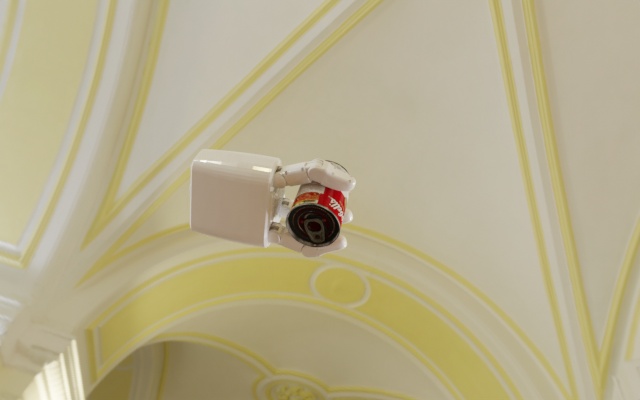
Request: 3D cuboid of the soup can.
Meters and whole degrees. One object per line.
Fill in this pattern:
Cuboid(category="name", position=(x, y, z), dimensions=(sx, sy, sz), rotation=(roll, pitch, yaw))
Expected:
Cuboid(category="soup can", position=(0.001, 0.002, 0.616), dimensions=(0.068, 0.068, 0.102), rotation=(0, 36, 14))
